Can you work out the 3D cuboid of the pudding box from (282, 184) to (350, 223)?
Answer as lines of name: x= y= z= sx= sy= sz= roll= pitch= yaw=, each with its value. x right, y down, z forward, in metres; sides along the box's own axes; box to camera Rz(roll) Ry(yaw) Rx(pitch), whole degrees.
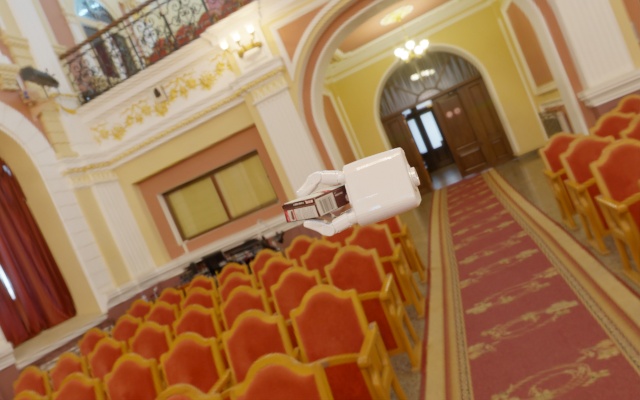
pudding box: x=0.000 y=0.003 z=0.875 sx=0.090 sy=0.039 sz=0.113 roll=-13 pitch=6 yaw=44
